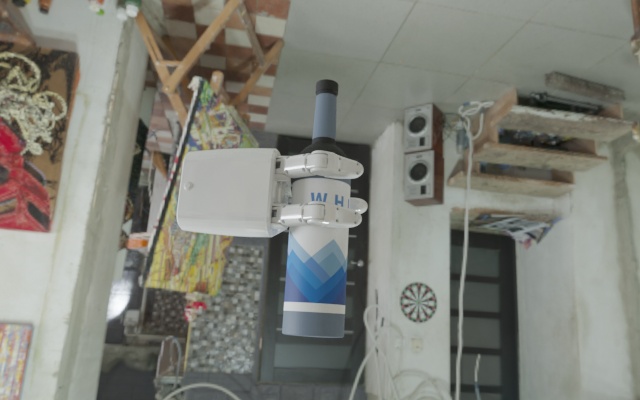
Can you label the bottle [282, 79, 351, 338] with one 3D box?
[{"bbox_3d":[0.000,0.002,0.545,0.069,0.295,0.069,3,-13,1],"label":"bottle"}]
